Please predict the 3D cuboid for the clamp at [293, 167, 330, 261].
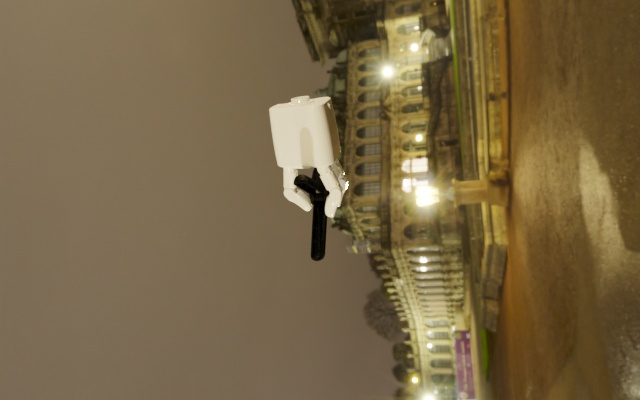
[{"bbox_3d":[-0.001,0.003,0.892,0.036,0.165,0.210,-4,20,15],"label":"clamp"}]
